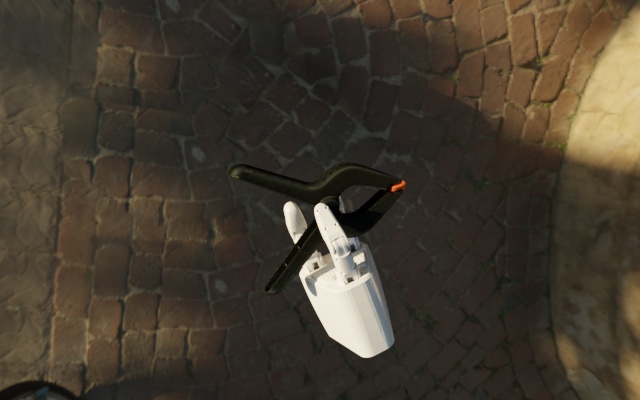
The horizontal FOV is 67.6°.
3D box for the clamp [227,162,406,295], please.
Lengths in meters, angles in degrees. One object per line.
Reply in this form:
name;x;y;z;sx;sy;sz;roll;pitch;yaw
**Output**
clamp;0.001;0.002;0.572;0.210;0.165;0.036;-25;20;-10
